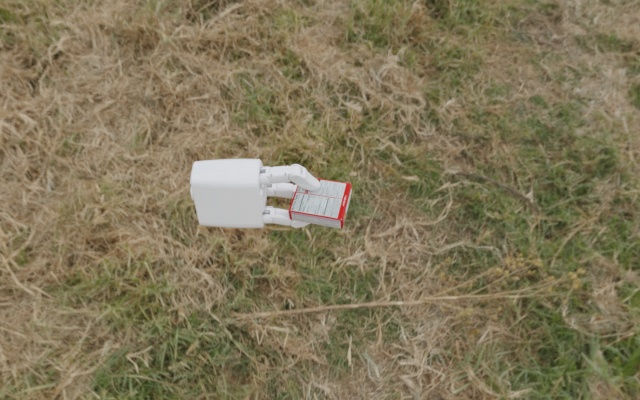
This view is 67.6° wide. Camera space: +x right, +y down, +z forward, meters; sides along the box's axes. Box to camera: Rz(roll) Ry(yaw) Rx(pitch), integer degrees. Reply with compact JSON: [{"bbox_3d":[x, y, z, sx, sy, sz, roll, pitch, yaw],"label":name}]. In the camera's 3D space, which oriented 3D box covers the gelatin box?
[{"bbox_3d":[0.000,0.002,0.769,0.089,0.073,0.030,9,-35,11],"label":"gelatin box"}]
